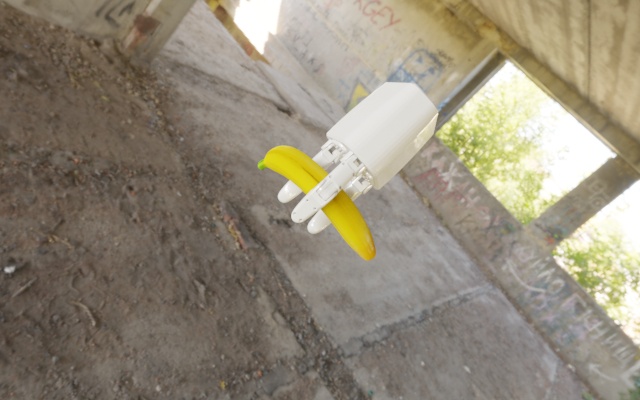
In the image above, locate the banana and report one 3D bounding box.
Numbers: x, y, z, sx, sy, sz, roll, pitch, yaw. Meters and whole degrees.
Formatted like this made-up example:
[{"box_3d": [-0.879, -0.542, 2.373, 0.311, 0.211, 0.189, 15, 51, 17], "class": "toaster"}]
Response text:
[{"box_3d": [-0.002, -0.009, 0.577, 0.037, 0.197, 0.070, -41, -20, -20], "class": "banana"}]
